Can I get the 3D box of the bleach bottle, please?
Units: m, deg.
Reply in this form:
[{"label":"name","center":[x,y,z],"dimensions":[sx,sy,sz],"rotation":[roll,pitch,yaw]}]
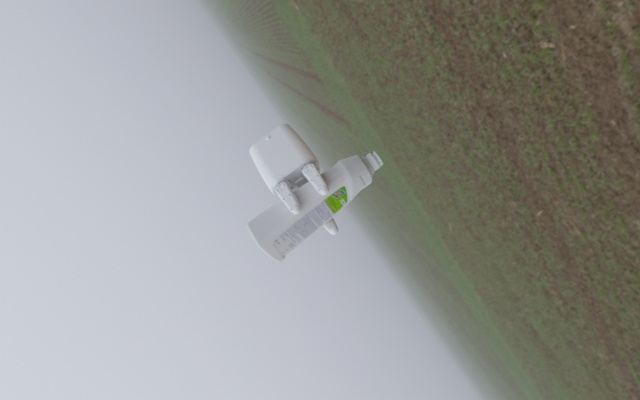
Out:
[{"label":"bleach bottle","center":[0.000,0.003,0.829],"dimensions":[0.251,0.068,0.103],"rotation":[-35,-30,1]}]
